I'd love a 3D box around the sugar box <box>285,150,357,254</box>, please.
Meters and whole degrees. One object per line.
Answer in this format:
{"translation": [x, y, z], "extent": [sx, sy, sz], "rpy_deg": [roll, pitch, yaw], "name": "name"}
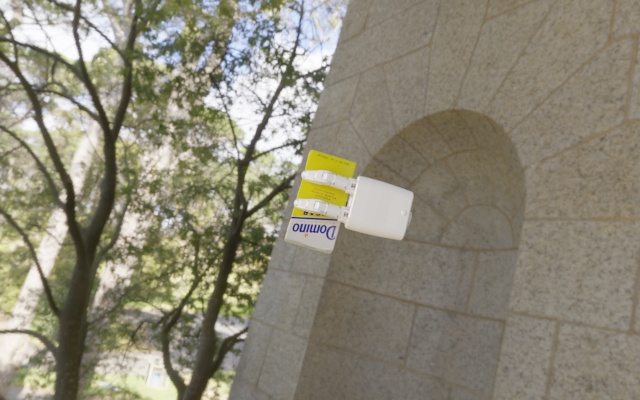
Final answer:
{"translation": [0.000, 0.003, 0.895], "extent": [0.093, 0.176, 0.048], "rpy_deg": [15, -13, -3], "name": "sugar box"}
